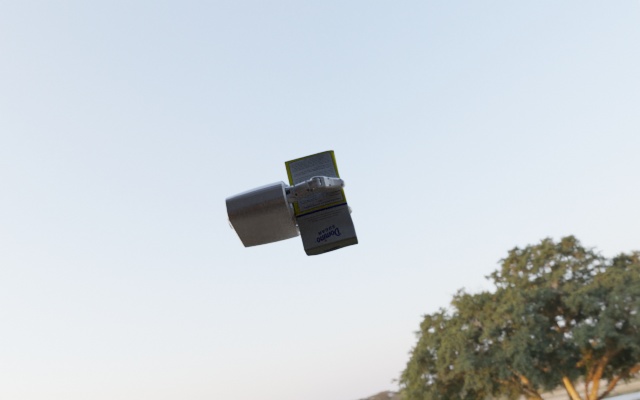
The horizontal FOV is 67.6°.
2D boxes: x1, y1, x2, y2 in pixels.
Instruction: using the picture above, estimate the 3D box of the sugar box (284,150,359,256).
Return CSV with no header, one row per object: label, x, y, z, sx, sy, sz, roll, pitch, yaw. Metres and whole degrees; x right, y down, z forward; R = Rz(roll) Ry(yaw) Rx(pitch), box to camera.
sugar box,0.000,0.003,0.832,0.093,0.176,0.048,-15,-24,3
